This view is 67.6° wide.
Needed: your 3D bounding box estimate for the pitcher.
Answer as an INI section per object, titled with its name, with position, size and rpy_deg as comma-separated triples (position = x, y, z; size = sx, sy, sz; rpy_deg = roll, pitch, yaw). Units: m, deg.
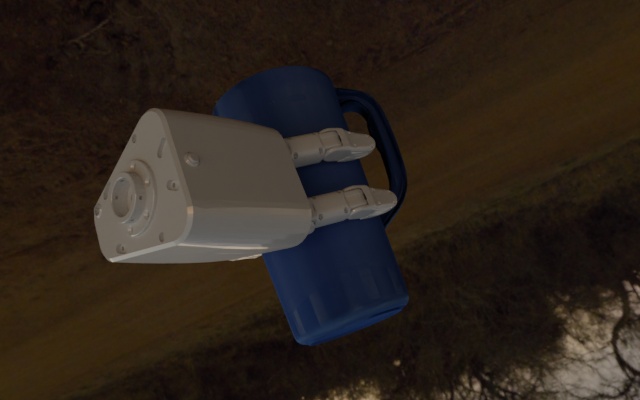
[pitcher]
position = 0.000, 0.002, 0.459
size = 0.149, 0.242, 0.145
rpy_deg = -33, -22, 31
